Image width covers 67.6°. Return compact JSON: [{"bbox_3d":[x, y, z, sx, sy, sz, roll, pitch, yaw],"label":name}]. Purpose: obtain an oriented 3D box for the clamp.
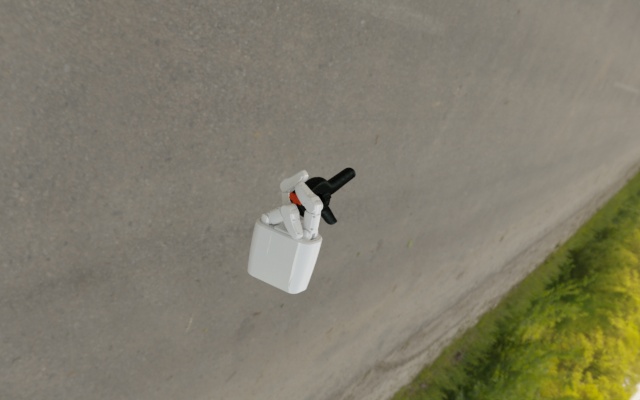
[{"bbox_3d":[0.001,0.003,0.885,0.039,0.120,0.171,24,23,33],"label":"clamp"}]
